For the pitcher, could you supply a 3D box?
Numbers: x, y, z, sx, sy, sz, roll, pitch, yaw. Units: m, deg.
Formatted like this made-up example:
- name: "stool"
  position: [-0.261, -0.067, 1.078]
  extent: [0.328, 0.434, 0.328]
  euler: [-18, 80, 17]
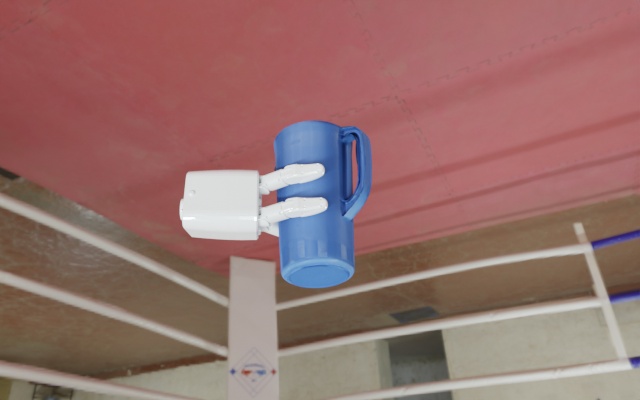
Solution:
- name: "pitcher"
  position: [0.000, 0.002, 0.741]
  extent: [0.145, 0.242, 0.149]
  euler: [2, -30, -8]
